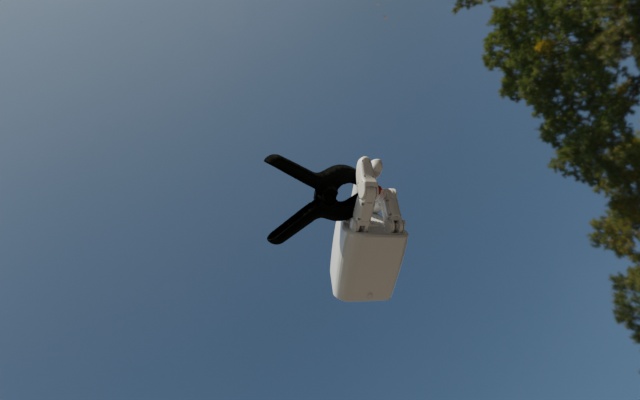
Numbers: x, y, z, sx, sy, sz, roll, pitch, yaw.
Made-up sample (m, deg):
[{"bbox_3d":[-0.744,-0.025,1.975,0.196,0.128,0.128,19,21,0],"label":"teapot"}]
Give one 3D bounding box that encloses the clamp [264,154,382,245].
[{"bbox_3d":[0.000,0.002,0.652,0.171,0.120,0.039,3,19,-21],"label":"clamp"}]
